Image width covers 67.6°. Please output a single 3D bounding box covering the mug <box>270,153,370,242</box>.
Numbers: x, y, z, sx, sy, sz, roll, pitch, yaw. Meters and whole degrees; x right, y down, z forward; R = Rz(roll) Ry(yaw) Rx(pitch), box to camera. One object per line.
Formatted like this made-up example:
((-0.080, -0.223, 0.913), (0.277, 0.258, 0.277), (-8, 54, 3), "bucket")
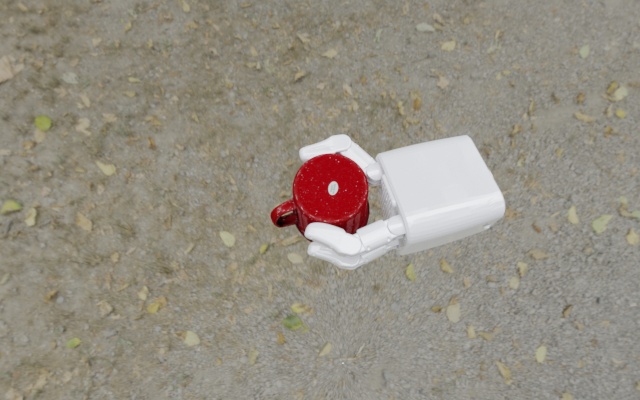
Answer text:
((-0.001, 0.002, 0.536), (0.117, 0.093, 0.081), (-16, -19, -4), "mug")
